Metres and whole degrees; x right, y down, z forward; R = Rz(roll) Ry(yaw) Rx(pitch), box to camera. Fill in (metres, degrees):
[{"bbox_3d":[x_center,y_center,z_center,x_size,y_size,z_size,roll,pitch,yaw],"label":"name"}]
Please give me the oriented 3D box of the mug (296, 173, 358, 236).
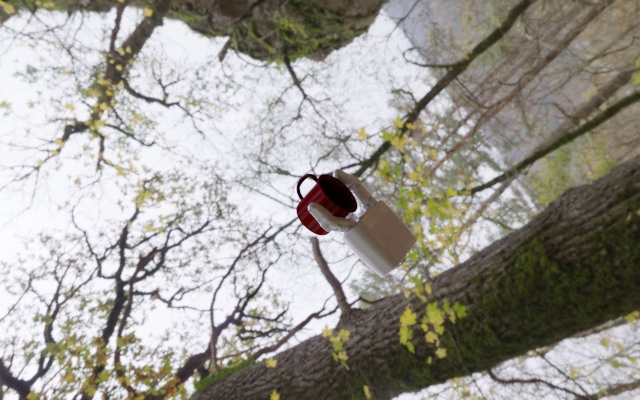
[{"bbox_3d":[-0.001,0.002,0.888,0.081,0.117,0.093,-46,-6,28],"label":"mug"}]
